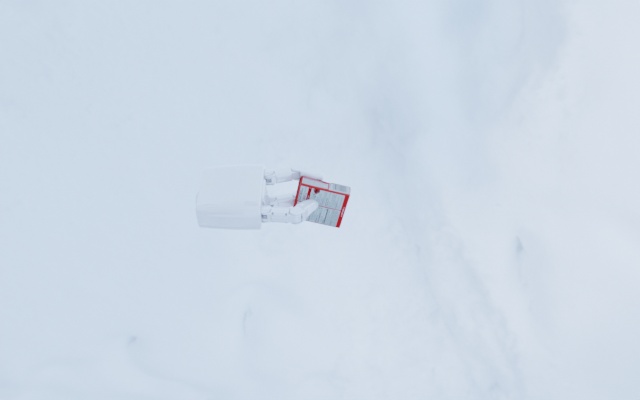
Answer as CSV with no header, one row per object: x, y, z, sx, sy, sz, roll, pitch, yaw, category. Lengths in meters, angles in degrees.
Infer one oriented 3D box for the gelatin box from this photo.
0.000,0.003,0.821,0.089,0.073,0.030,13,34,-3,gelatin box
